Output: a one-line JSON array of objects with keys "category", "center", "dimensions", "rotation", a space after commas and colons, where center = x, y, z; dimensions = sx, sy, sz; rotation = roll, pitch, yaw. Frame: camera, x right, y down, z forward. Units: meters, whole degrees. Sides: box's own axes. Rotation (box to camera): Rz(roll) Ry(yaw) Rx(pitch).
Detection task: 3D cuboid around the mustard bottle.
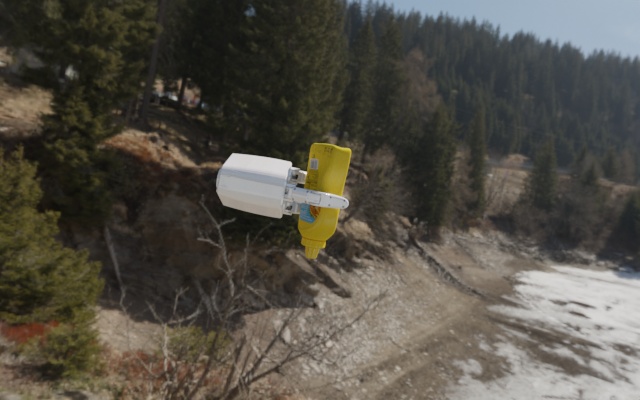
[{"category": "mustard bottle", "center": [0.001, 0.002, 0.802], "dimensions": [0.058, 0.191, 0.096], "rotation": [9, 3, -27]}]
